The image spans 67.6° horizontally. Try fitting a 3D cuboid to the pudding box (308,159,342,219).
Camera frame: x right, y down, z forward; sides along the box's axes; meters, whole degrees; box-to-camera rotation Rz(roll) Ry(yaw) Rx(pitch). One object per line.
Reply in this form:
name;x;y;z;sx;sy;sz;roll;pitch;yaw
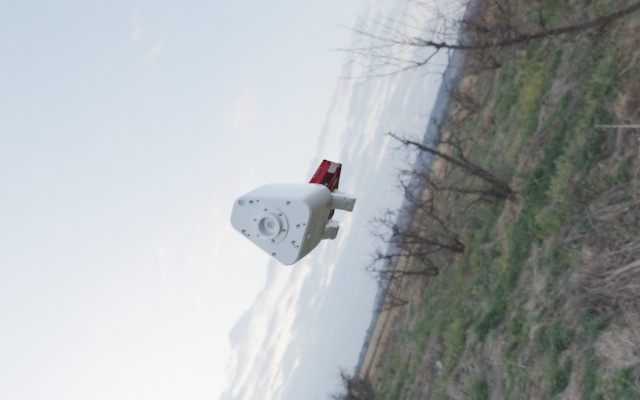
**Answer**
pudding box;0.000;0.003;0.780;0.039;0.114;0.090;19;42;11
